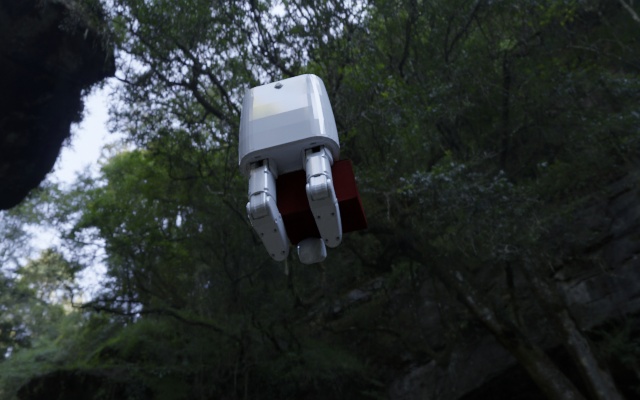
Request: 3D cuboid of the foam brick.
[{"bbox_3d":[0.000,0.002,0.462,0.078,0.051,0.053,-13,-40,6],"label":"foam brick"}]
